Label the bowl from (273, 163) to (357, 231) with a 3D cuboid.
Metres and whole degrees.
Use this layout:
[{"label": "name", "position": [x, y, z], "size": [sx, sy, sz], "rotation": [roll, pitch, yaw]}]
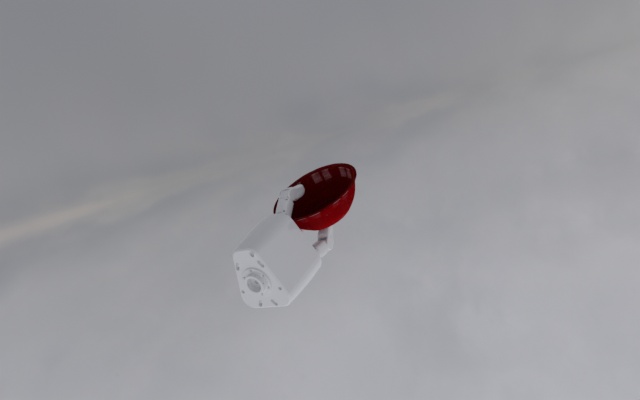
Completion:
[{"label": "bowl", "position": [0.001, 0.002, 0.838], "size": [0.162, 0.055, 0.162], "rotation": [-24, 28, 13]}]
